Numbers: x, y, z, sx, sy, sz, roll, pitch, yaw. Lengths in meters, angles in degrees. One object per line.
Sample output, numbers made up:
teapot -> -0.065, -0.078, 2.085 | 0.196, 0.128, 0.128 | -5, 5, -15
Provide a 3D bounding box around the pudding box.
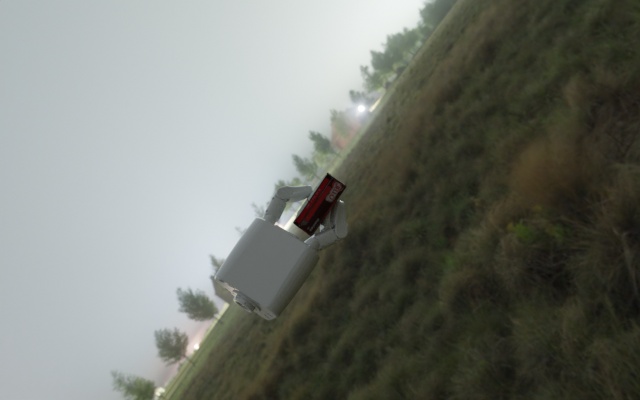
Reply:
pudding box -> 0.000, 0.002, 0.733 | 0.039, 0.090, 0.113 | 36, 5, -3
